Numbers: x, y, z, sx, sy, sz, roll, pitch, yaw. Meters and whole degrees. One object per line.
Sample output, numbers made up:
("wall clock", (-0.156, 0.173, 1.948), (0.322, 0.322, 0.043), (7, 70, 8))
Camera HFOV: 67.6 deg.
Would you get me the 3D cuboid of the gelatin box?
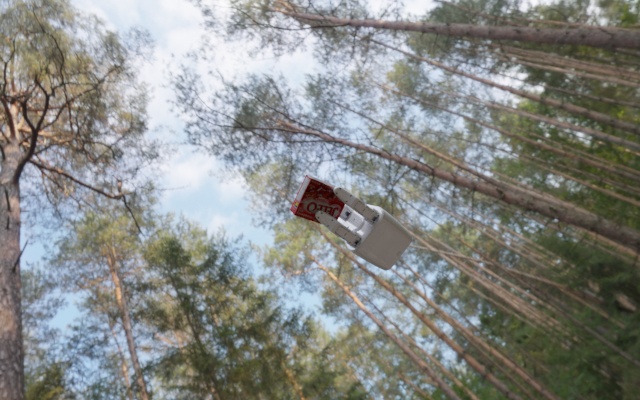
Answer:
("gelatin box", (0.000, 0.003, 0.864), (0.089, 0.073, 0.030), (21, 11, -28))
